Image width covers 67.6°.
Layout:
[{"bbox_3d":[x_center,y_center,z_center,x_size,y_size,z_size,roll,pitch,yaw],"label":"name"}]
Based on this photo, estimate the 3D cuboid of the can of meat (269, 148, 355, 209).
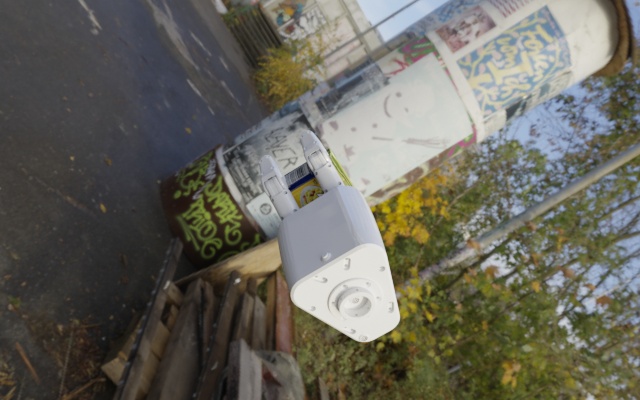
[{"bbox_3d":[0.000,0.002,0.557,0.084,0.102,0.057,-31,26,8],"label":"can of meat"}]
